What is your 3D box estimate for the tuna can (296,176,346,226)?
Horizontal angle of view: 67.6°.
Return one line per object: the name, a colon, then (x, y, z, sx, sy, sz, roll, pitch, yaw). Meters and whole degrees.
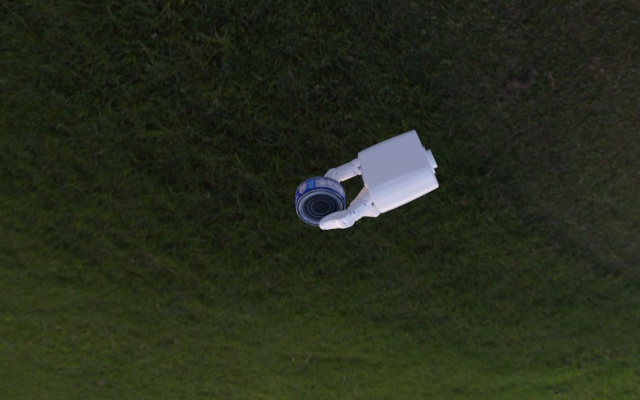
tuna can: (0.000, 0.003, 0.810, 0.086, 0.086, 0.033, 0, 41, -1)
